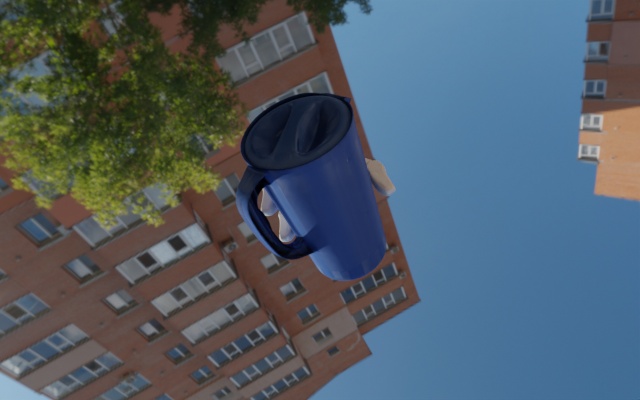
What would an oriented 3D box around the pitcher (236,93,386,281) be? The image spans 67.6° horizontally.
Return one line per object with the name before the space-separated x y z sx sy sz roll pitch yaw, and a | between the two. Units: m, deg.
pitcher | 0.000 0.002 0.603 0.149 0.145 0.243 -16 -46 10
